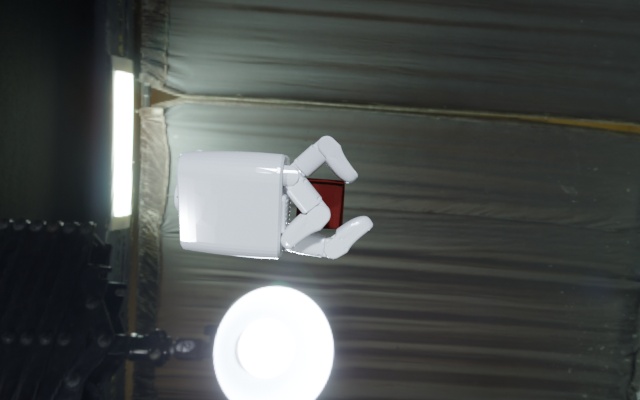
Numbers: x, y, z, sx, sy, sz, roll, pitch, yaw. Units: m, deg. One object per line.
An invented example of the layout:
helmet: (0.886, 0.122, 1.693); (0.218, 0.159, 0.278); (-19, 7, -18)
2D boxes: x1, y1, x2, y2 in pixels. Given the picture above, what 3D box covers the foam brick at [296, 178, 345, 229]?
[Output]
foam brick: (0.000, 0.002, 0.552); (0.051, 0.053, 0.078); (3, 4, 0)
